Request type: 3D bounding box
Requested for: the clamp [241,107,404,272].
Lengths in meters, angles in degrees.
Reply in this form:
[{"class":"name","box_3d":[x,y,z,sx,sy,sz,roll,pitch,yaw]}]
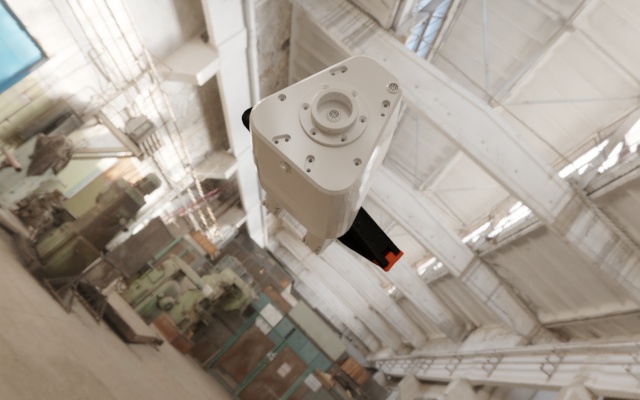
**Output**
[{"class":"clamp","box_3d":[0.001,0.001,0.527,0.210,0.036,0.165,42,-14,12]}]
